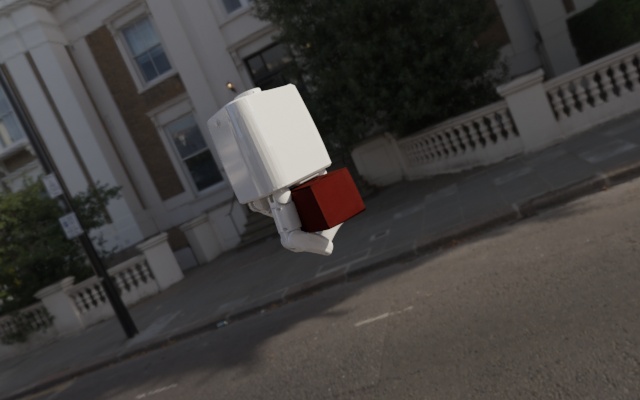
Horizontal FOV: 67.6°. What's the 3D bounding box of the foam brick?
[{"bbox_3d":[0.000,0.002,0.524,0.053,0.051,0.078,-27,7,-31],"label":"foam brick"}]
